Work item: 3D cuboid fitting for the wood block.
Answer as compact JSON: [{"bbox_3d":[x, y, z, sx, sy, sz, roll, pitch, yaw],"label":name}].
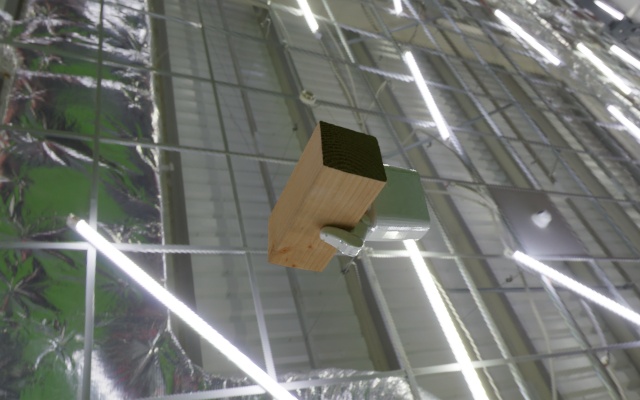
[{"bbox_3d":[0.000,0.003,0.676,0.090,0.090,0.206,13,-46,-19],"label":"wood block"}]
